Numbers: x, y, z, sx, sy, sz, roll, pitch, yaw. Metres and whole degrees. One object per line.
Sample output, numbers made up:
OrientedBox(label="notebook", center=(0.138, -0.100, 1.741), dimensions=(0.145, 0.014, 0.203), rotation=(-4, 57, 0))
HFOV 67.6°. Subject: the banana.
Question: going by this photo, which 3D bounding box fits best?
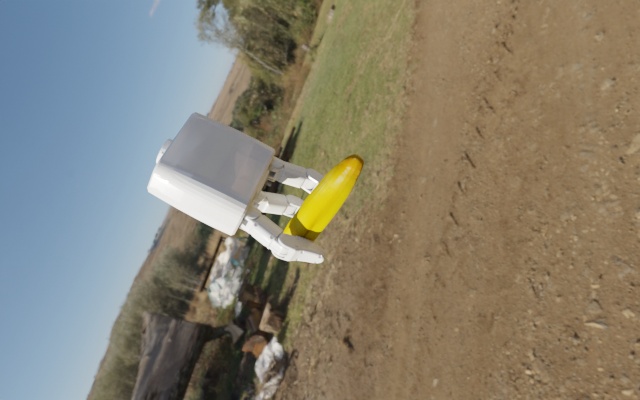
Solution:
OrientedBox(label="banana", center=(-0.009, 0.017, 0.551), dimensions=(0.037, 0.069, 0.198), rotation=(32, -33, -3))
